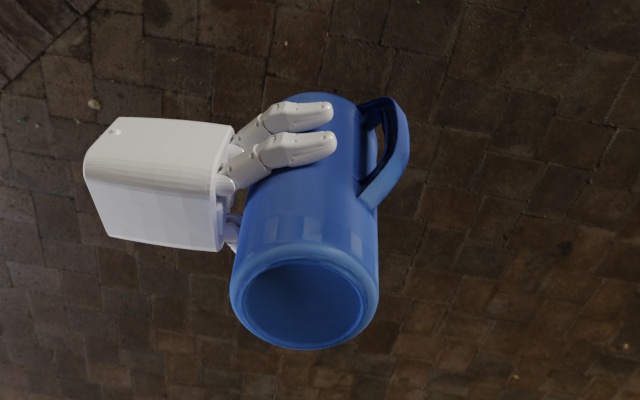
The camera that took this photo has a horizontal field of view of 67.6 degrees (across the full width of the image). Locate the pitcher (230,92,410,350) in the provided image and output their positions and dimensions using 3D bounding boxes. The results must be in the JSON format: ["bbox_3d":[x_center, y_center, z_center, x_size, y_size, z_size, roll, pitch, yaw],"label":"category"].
[{"bbox_3d":[0.000,0.001,0.430,0.145,0.149,0.242,7,35,-3],"label":"pitcher"}]
